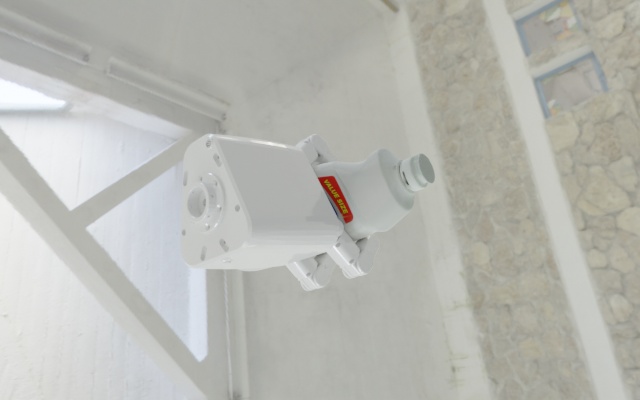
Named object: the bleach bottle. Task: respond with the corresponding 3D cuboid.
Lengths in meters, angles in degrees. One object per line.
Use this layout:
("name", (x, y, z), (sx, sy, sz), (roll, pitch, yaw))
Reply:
("bleach bottle", (0.000, 0.002, 0.502), (0.251, 0.102, 0.068), (-22, -17, 37))
